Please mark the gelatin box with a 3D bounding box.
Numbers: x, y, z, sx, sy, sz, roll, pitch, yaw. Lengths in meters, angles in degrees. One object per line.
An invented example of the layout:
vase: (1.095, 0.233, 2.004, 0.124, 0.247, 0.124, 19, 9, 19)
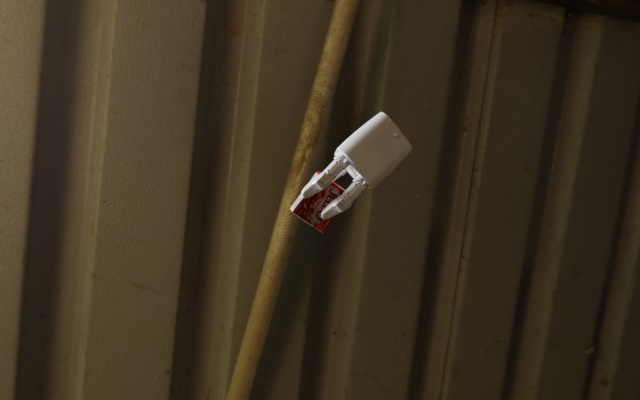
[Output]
gelatin box: (0.000, 0.003, 0.875, 0.073, 0.089, 0.030, 35, 5, -17)
